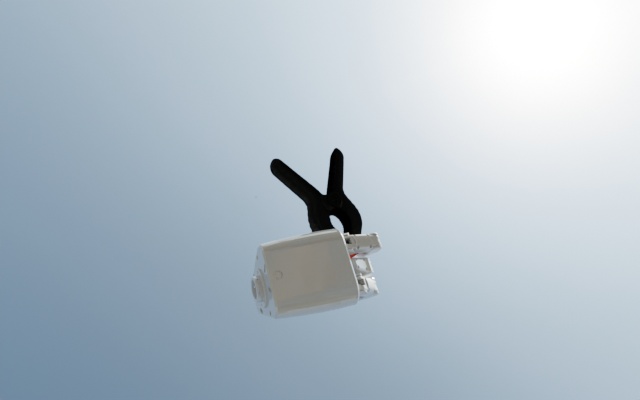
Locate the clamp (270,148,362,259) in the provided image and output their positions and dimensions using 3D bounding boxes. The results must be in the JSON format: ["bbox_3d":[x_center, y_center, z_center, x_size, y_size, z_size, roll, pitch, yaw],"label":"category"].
[{"bbox_3d":[0.000,0.003,0.664,0.120,0.171,0.039,-7,-26,-24],"label":"clamp"}]
